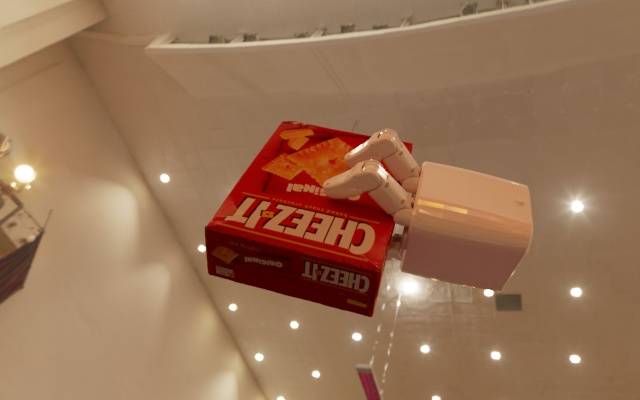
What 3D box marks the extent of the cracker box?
[{"bbox_3d":[0.000,0.002,0.505,0.164,0.072,0.213,12,39,11],"label":"cracker box"}]
